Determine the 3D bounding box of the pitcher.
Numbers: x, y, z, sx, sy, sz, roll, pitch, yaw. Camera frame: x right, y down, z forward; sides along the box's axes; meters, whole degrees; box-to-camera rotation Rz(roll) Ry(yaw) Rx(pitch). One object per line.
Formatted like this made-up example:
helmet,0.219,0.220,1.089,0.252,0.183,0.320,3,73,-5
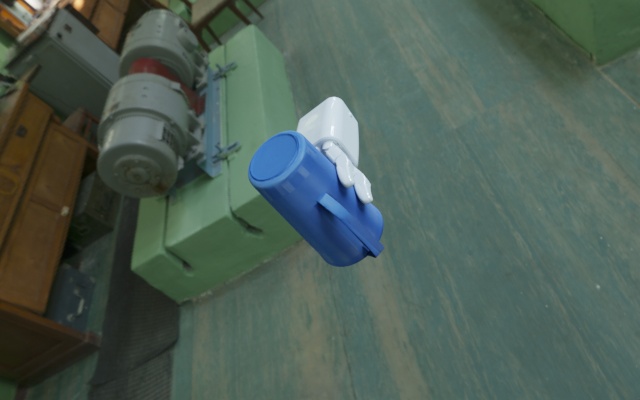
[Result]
pitcher,0.000,0.002,0.781,0.149,0.145,0.243,-17,-42,28
